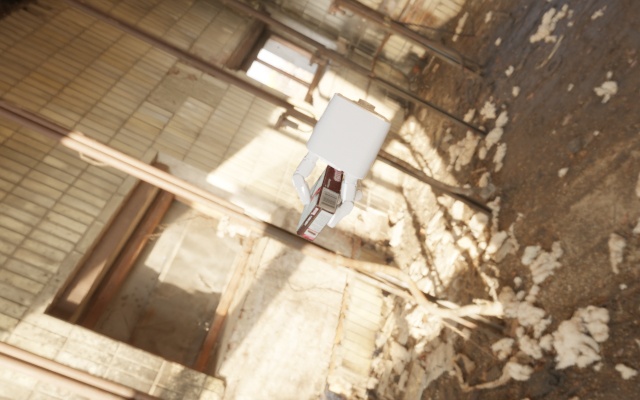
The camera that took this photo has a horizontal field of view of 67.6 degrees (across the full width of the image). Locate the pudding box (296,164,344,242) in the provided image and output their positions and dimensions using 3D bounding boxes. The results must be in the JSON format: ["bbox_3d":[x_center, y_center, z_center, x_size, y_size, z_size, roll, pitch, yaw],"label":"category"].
[{"bbox_3d":[0.000,0.003,0.850,0.039,0.113,0.090,26,-46,-9],"label":"pudding box"}]
